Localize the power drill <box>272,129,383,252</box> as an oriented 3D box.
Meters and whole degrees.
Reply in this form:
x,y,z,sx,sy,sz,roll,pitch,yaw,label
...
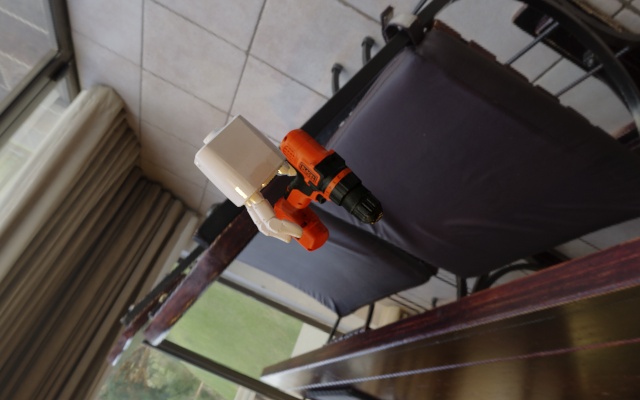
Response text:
x,y,z,sx,sy,sz,roll,pitch,yaw,label
0.000,0.003,0.742,0.057,0.184,0.188,-35,-17,-35,power drill
